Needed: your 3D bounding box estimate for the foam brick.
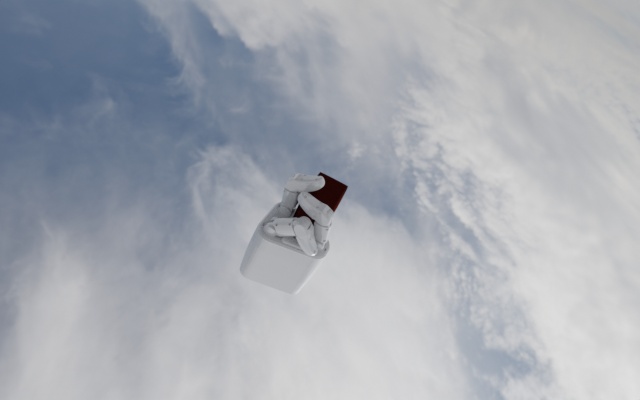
[{"bbox_3d":[0.000,0.002,0.750,0.053,0.051,0.078,29,39,5],"label":"foam brick"}]
